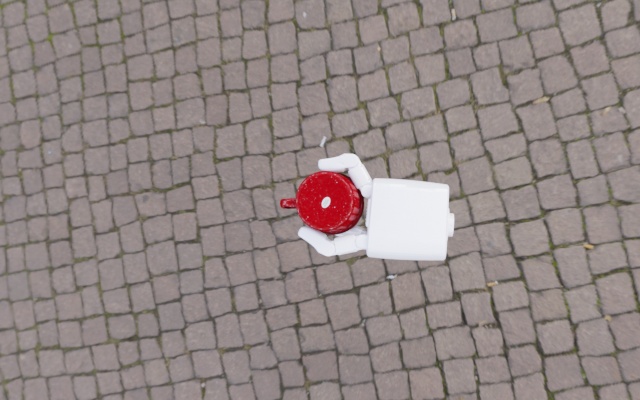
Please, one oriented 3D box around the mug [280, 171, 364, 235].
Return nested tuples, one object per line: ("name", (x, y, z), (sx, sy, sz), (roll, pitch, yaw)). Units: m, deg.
("mug", (-0.001, 0.002, 0.674), (0.117, 0.093, 0.081), (1, -3, 10))
